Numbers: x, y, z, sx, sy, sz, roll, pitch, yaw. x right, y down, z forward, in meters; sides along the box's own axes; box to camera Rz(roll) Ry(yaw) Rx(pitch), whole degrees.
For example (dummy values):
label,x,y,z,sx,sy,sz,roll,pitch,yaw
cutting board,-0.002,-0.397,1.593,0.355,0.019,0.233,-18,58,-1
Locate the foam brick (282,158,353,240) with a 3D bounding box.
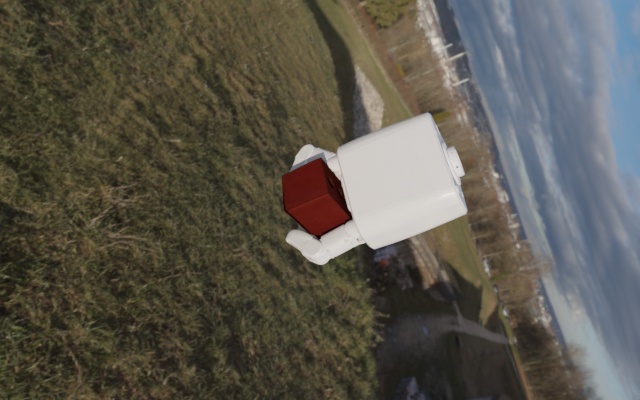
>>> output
label,x,y,z,sx,sy,sz,roll,pitch,yaw
foam brick,0.000,0.002,0.521,0.051,0.053,0.078,-24,-42,18
